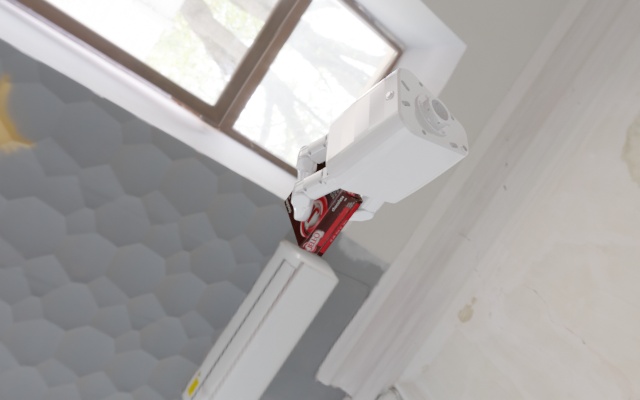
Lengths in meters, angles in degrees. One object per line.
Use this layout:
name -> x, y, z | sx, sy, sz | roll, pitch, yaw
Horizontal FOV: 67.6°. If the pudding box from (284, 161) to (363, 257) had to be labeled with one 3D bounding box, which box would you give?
pudding box -> 0.000, 0.002, 0.598 | 0.039, 0.090, 0.113 | 28, 19, -25
